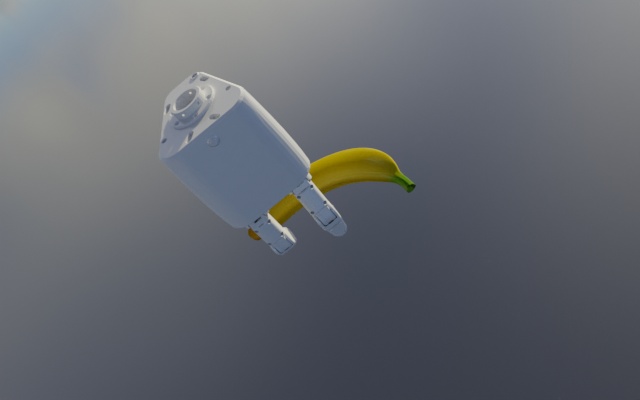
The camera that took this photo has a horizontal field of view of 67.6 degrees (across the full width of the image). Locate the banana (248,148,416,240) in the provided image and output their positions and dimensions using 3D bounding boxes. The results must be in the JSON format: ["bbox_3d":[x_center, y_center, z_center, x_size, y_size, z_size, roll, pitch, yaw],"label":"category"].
[{"bbox_3d":[0.002,-0.014,0.533,0.198,0.069,0.037,-19,-38,18],"label":"banana"}]
